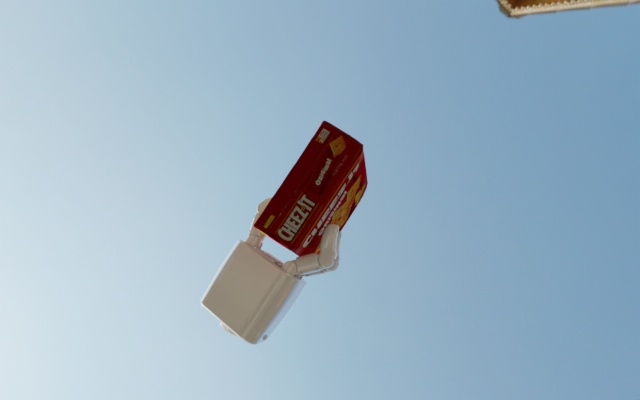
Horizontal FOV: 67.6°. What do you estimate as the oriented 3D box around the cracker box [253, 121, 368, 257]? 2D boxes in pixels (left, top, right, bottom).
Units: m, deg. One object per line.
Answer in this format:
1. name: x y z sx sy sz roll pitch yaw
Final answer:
1. cracker box: 0.000 0.002 0.693 0.072 0.164 0.214 32 -6 12
